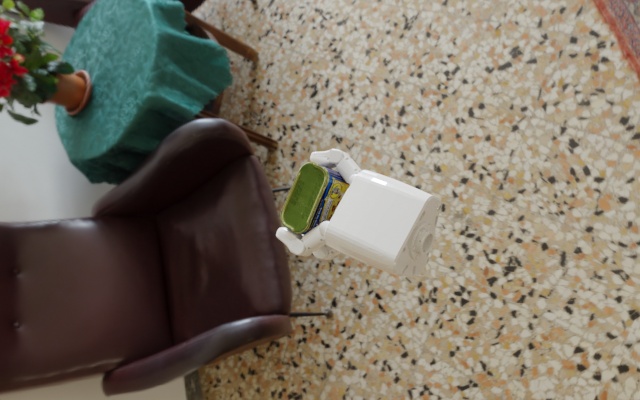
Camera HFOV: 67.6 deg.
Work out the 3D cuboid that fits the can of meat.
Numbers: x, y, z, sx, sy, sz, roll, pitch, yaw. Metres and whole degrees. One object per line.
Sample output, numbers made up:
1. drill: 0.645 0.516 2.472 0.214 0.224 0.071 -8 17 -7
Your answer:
1. can of meat: 0.000 0.002 0.668 0.057 0.102 0.084 26 7 35
